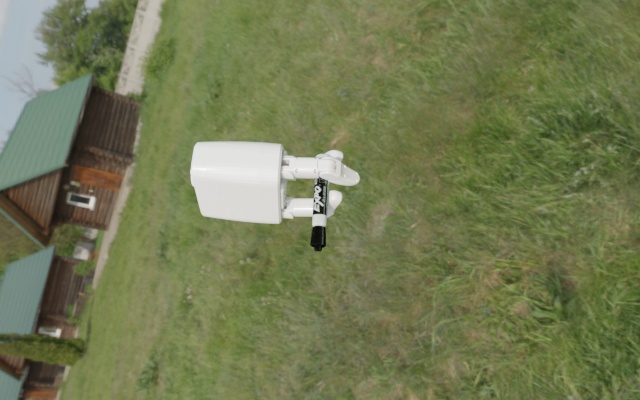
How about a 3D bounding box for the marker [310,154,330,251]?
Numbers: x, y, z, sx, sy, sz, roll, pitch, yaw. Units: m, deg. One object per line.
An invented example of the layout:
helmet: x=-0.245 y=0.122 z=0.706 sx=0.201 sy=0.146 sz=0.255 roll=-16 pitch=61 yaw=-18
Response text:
marker: x=0.000 y=0.002 z=0.574 sx=0.020 sy=0.121 sz=0.020 roll=3 pitch=-21 yaw=1
